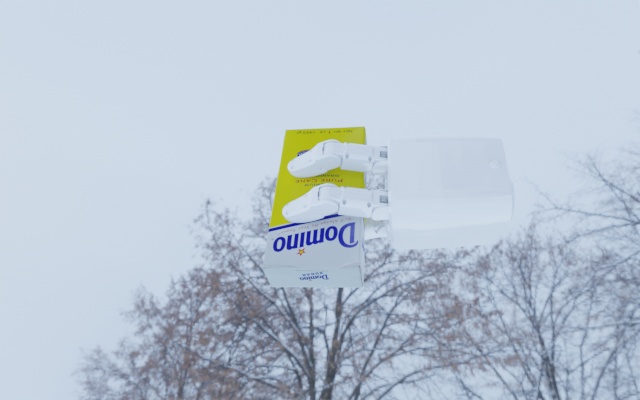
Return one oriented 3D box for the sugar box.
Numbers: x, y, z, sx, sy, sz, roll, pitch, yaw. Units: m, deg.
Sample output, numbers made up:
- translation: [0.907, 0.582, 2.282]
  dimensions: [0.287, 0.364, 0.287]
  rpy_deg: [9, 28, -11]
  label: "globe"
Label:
- translation: [0.000, 0.001, 0.491]
  dimensions: [0.093, 0.176, 0.048]
  rpy_deg: [-2, -38, 9]
  label: "sugar box"
